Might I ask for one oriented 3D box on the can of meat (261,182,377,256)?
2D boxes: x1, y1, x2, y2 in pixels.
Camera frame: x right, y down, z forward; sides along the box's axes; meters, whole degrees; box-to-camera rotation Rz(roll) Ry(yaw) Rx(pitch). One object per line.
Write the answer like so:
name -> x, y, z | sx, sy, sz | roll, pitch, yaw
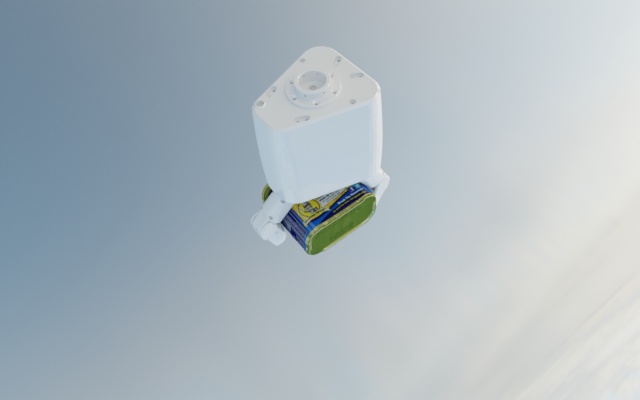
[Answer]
can of meat -> 0.000, 0.002, 0.536 | 0.102, 0.084, 0.057 | -33, -30, -20
